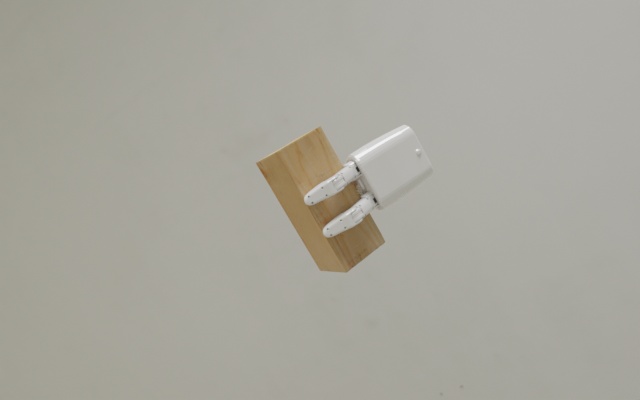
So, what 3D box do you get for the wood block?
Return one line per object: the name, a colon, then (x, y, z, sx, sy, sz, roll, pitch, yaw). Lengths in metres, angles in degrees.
wood block: (0.000, 0.002, 0.749, 0.090, 0.206, 0.091, -34, 10, -25)
